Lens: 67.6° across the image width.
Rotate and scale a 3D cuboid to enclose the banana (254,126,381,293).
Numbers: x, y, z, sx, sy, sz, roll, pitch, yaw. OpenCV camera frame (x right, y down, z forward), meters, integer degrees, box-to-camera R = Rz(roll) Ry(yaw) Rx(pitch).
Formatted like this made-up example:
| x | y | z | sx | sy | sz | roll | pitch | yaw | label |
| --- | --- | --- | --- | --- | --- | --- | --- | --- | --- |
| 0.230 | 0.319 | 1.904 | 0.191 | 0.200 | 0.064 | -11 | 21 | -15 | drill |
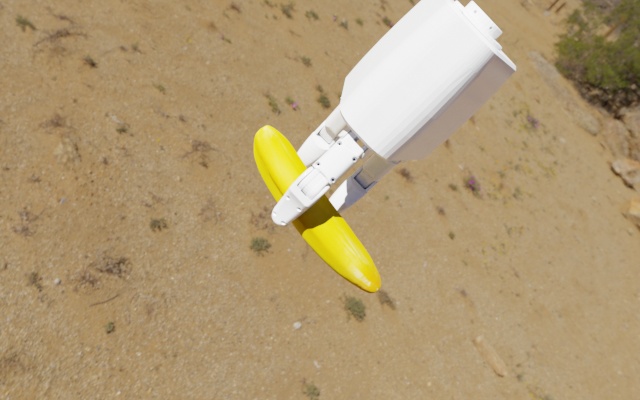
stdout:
| x | y | z | sx | sy | sz | roll | pitch | yaw | label |
| --- | --- | --- | --- | --- | --- | --- | --- | --- | --- |
| -0.011 | -0.003 | 0.425 | 0.037 | 0.197 | 0.069 | -42 | -24 | 21 | banana |
